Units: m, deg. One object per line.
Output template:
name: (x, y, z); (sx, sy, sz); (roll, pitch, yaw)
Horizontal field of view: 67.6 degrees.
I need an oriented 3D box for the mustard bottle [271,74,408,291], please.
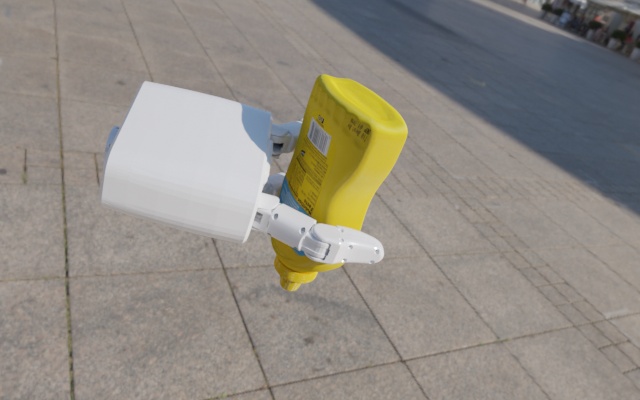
mustard bottle: (0.000, 0.001, 0.401); (0.058, 0.192, 0.096); (0, 35, -34)
